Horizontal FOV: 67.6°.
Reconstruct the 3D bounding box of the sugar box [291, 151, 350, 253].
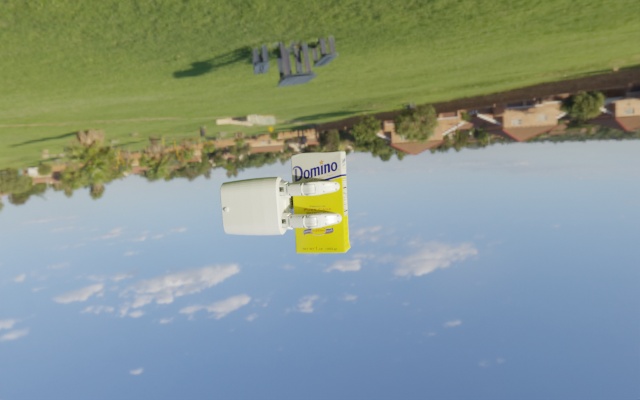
[{"bbox_3d":[0.000,0.003,0.841,0.093,0.176,0.048,-3,6,14],"label":"sugar box"}]
